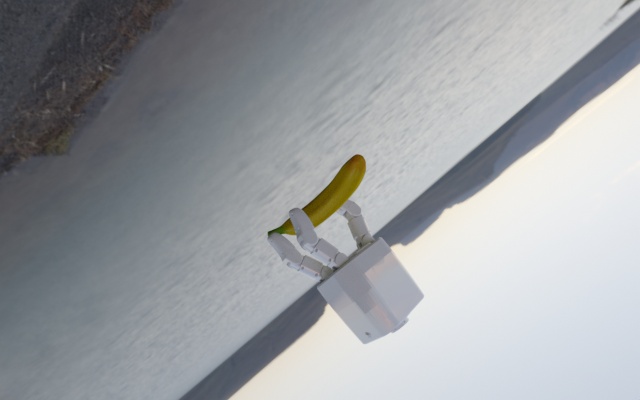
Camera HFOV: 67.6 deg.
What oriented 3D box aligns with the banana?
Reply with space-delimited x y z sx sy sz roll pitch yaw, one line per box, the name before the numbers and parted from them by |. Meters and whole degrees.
banana | 0.008 0.000 0.670 0.198 0.037 0.069 -43 -12 32
